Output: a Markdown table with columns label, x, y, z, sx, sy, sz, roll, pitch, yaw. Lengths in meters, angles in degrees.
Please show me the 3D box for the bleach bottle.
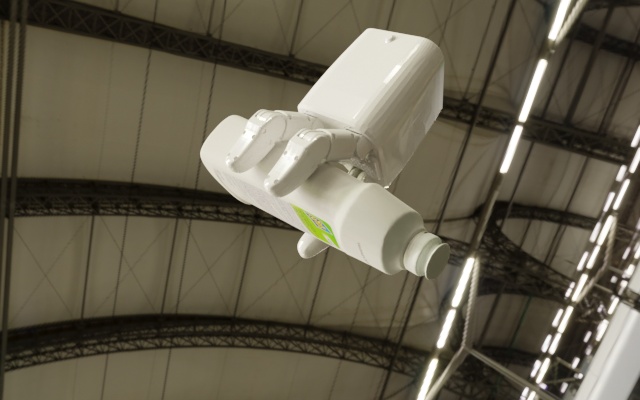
| label | x | y | z | sx | sy | sz | roll | pitch | yaw |
| --- | --- | --- | --- | --- | --- | --- | --- | --- | --- |
| bleach bottle | 0.000 | 0.001 | 0.415 | 0.250 | 0.068 | 0.103 | 28 | -14 | 39 |
